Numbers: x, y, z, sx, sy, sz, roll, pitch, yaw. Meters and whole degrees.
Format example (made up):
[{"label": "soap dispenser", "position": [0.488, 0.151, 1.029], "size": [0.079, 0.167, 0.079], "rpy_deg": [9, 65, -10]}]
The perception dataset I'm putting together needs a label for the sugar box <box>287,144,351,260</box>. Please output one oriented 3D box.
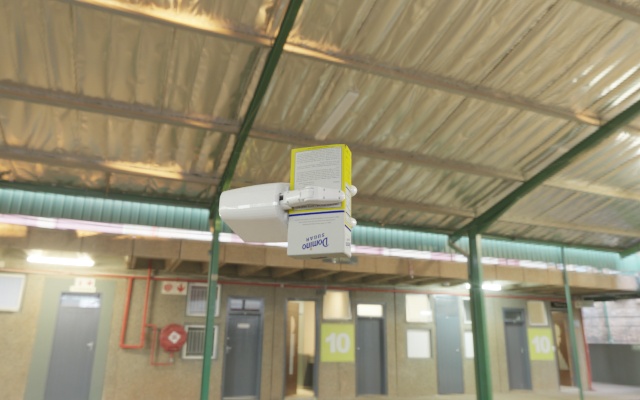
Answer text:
[{"label": "sugar box", "position": [0.000, 0.003, 0.747], "size": [0.093, 0.176, 0.048], "rpy_deg": [-4, -17, 18]}]
